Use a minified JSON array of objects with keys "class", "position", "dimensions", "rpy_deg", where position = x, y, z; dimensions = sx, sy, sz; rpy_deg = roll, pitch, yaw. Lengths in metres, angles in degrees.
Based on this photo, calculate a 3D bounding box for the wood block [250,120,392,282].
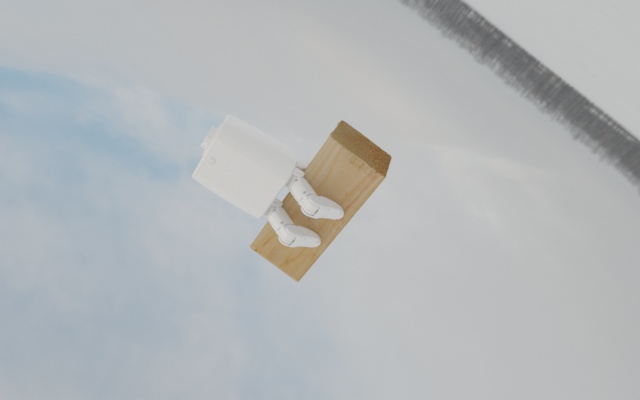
[{"class":"wood block","position":[0.000,0.002,0.674],"dimensions":[0.090,0.206,0.090],"rpy_deg":[36,27,-4]}]
